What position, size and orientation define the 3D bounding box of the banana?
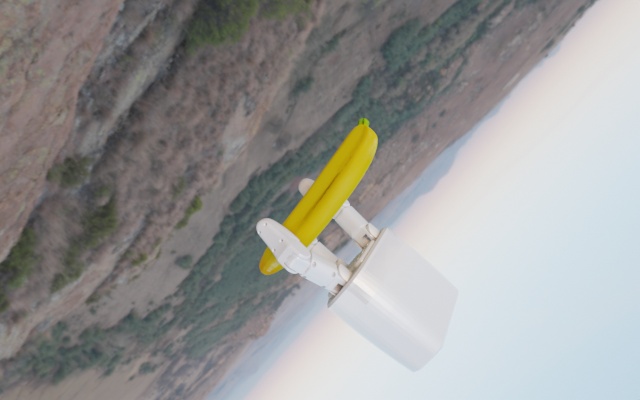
[{"bbox_3d":[0.003,-0.002,0.479,0.037,0.198,0.069,36,-4,-2],"label":"banana"}]
